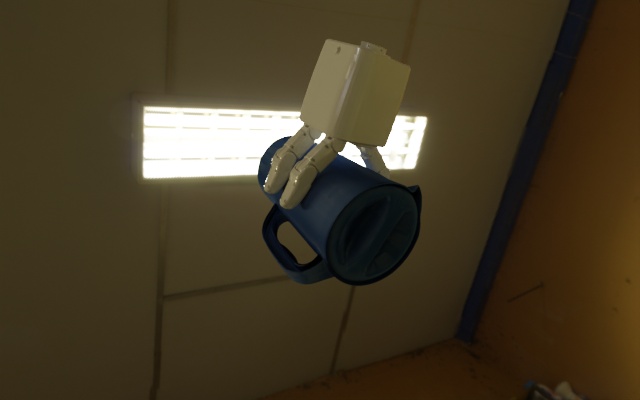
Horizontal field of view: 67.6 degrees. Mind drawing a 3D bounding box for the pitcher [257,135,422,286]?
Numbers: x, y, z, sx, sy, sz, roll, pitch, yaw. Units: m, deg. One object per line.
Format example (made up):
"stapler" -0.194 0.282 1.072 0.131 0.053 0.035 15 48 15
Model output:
"pitcher" 0.000 0.002 0.633 0.149 0.145 0.242 6 20 -34
